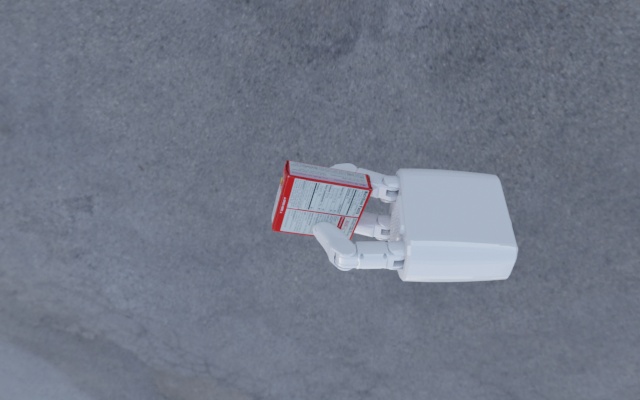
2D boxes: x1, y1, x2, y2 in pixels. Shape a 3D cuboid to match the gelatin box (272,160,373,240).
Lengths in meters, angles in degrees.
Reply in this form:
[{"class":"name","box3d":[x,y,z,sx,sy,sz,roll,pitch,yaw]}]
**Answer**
[{"class":"gelatin box","box3d":[0.000,0.002,0.490,0.089,0.073,0.030,8,38,-14]}]
